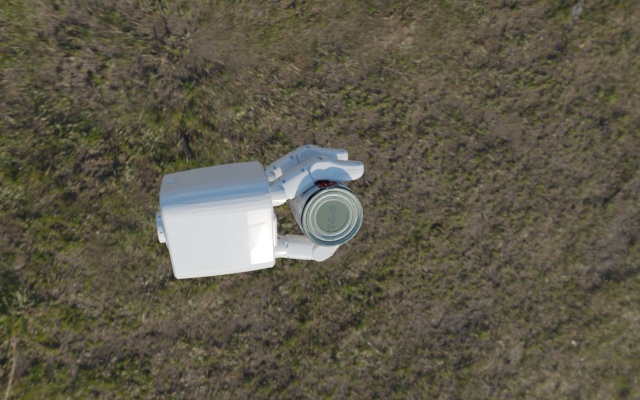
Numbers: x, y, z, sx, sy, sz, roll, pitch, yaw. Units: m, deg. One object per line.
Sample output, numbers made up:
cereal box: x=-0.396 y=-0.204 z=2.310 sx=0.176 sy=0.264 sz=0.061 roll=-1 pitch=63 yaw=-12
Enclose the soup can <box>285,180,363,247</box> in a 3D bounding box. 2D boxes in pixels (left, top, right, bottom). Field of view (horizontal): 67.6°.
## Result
soup can: x=0.001 y=0.002 z=0.531 sx=0.068 sy=0.068 sz=0.102 roll=0 pitch=18 yaw=-15
